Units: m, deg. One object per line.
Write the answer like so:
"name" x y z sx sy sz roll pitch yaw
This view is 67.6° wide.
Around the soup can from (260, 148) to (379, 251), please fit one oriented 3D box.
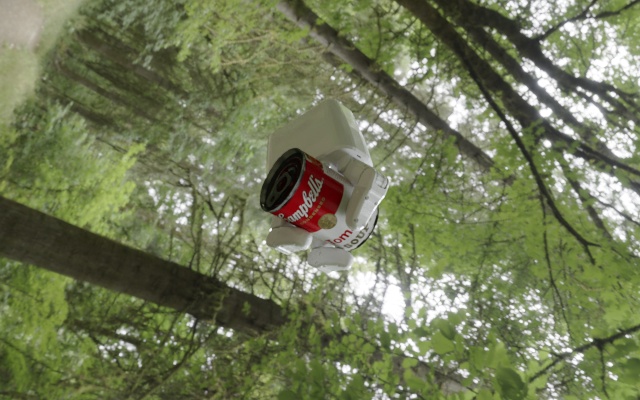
"soup can" 0.000 0.002 0.476 0.102 0.068 0.068 30 -16 -30
